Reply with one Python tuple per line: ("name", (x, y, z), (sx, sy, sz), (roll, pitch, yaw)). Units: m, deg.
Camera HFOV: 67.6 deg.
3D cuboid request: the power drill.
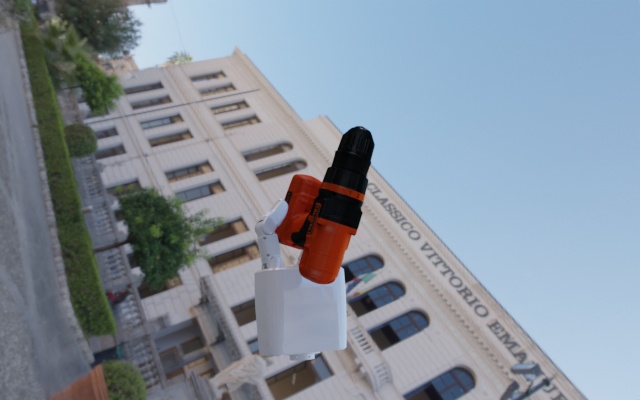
("power drill", (0.000, 0.002, 0.606), (0.057, 0.184, 0.187), (20, -4, -15))
